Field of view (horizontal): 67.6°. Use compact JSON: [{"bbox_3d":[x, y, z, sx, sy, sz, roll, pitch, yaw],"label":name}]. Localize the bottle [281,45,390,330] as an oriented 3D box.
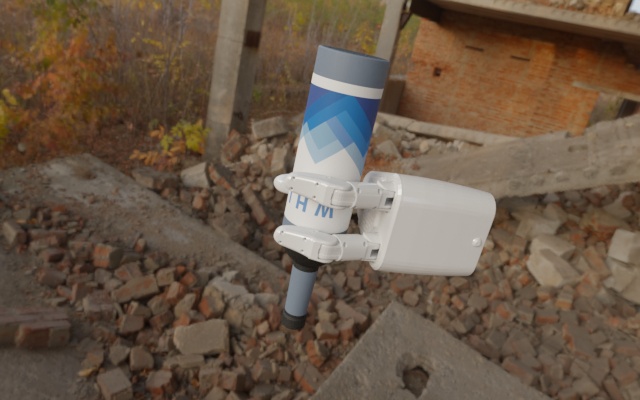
[{"bbox_3d":[0.000,0.001,0.482,0.069,0.296,0.069,11,20,-4],"label":"bottle"}]
